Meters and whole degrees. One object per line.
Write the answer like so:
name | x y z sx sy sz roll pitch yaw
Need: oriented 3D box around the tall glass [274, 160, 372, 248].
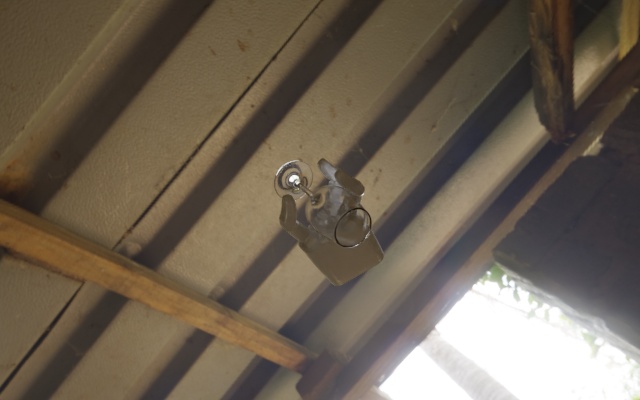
tall glass | 0.000 0.002 0.752 0.079 0.079 0.201 0 22 -30
